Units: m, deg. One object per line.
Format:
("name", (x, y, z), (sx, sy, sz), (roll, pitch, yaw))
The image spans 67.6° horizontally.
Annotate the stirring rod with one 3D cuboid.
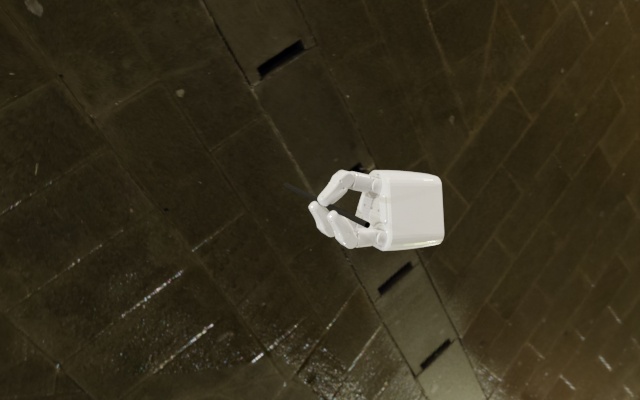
("stirring rod", (0.000, 0.002, 0.676), (0.011, 0.011, 0.239), (0, 13, -29))
